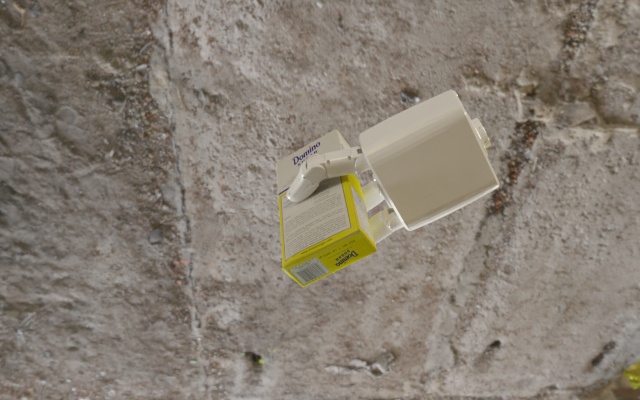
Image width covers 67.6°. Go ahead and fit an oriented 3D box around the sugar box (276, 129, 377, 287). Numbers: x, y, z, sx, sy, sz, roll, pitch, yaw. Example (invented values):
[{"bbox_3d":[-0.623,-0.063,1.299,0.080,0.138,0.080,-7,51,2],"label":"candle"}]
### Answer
[{"bbox_3d":[0.001,0.002,0.538,0.093,0.176,0.048,-27,-53,17],"label":"sugar box"}]
